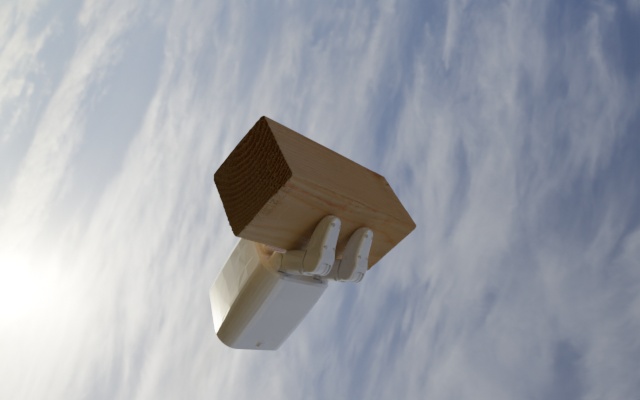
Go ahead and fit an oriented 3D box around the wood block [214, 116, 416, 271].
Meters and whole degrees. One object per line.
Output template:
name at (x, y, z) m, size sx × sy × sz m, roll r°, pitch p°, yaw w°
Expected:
wood block at (0.000, 0.002, 0.525) m, size 0.206 × 0.090 × 0.090 m, roll 21°, pitch -59°, yaw -45°
